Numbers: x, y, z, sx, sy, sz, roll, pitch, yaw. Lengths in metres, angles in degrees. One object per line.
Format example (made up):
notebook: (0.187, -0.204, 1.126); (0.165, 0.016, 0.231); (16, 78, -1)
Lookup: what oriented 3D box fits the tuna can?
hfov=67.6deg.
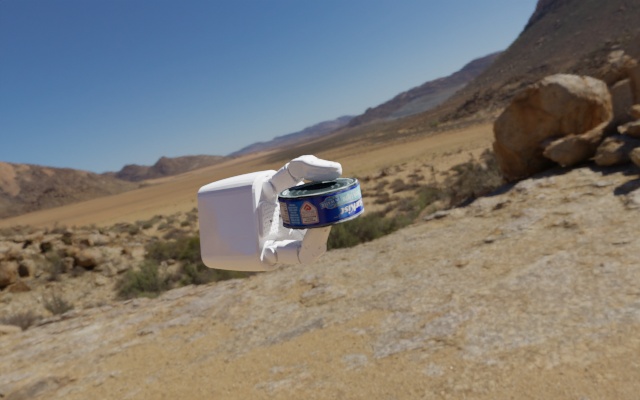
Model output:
tuna can: (0.000, 0.001, 0.491); (0.086, 0.034, 0.086); (-10, 11, 2)
